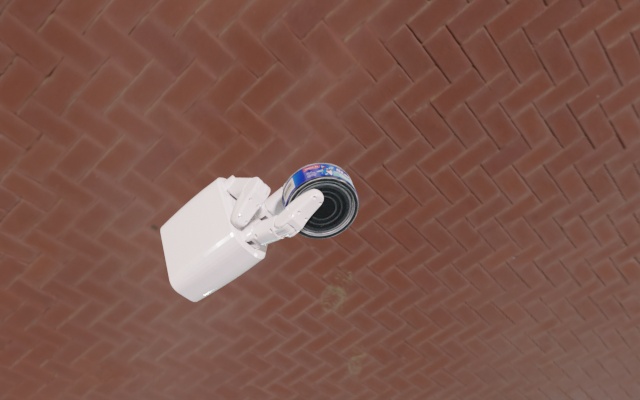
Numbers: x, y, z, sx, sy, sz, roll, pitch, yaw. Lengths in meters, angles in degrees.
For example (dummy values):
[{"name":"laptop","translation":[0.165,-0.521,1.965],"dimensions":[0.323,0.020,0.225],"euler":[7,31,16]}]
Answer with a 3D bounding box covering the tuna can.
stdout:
[{"name":"tuna can","translation":[0.000,0.002,0.548],"dimensions":[0.086,0.086,0.033],"euler":[0,31,-13]}]
